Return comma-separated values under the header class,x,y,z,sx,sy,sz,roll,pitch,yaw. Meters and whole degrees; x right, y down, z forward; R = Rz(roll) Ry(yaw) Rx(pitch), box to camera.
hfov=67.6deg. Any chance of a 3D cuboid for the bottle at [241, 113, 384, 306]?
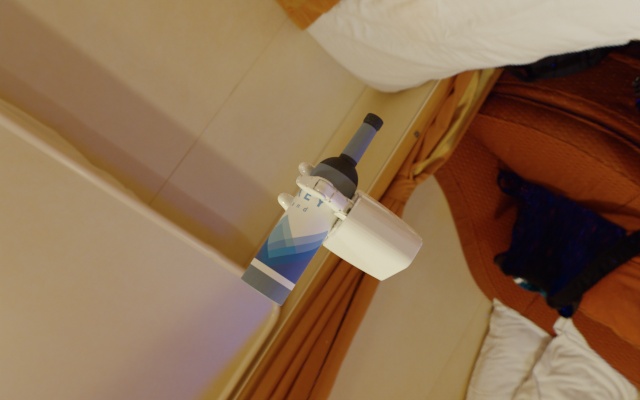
class,x,y,z,sx,sy,sz,roll,pitch,yaw
bottle,0.000,0.002,0.665,0.069,0.295,0.069,32,-10,7
